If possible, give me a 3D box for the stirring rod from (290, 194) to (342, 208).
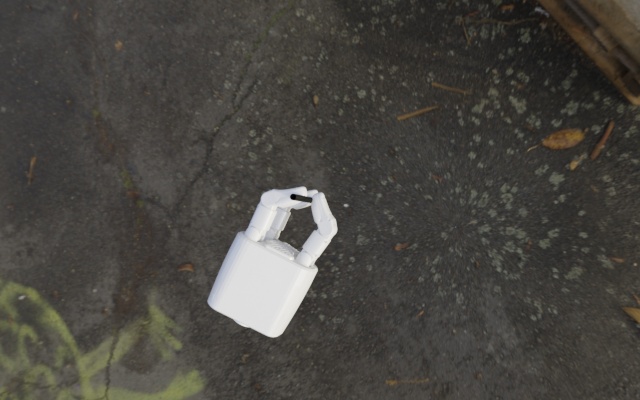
[{"bbox_3d":[0.000,0.002,0.680,0.011,0.011,0.239,0,-3,16],"label":"stirring rod"}]
